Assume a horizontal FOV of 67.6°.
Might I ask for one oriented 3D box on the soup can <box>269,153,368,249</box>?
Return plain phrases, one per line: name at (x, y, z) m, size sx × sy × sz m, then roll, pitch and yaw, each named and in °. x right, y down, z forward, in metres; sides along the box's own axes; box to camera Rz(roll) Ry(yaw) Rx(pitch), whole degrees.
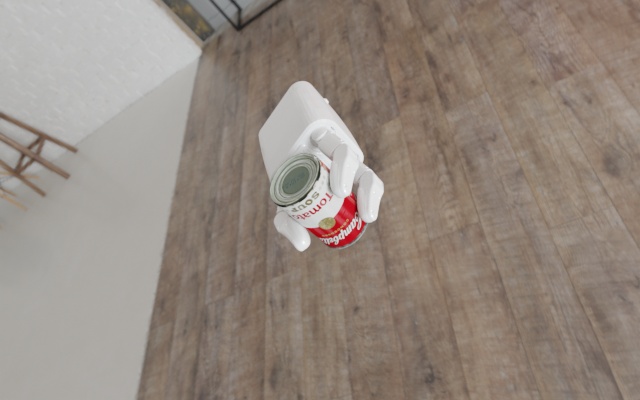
soup can at (0.000, 0.002, 0.532) m, size 0.068 × 0.068 × 0.102 m, roll 0°, pitch -30°, yaw 40°
